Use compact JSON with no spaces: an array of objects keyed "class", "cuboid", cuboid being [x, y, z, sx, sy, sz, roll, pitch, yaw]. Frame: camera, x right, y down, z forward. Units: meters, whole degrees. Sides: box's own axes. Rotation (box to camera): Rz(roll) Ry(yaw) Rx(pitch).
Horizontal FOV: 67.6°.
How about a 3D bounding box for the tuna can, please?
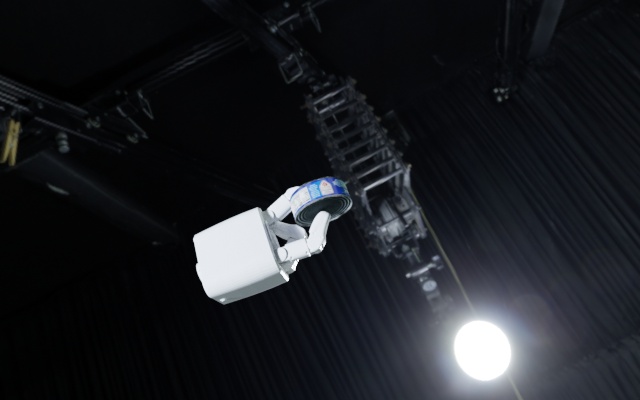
[{"class":"tuna can","cuboid":[0.000,0.002,0.684,0.086,0.033,0.086,-16,-25,-8]}]
